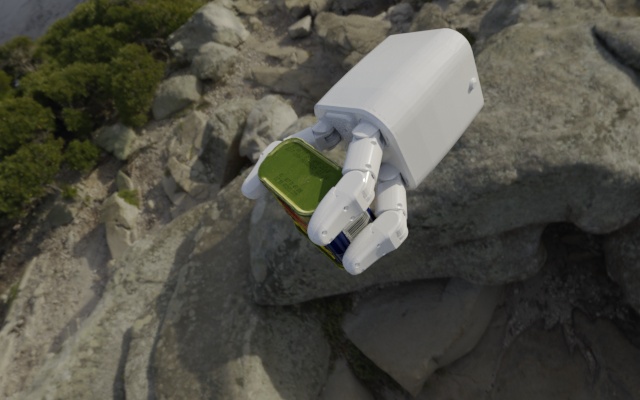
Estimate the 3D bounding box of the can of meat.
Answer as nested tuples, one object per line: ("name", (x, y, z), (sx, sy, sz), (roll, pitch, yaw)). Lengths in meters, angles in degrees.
("can of meat", (0.000, 0.001, 0.416), (0.102, 0.057, 0.084), (38, -11, 44))
